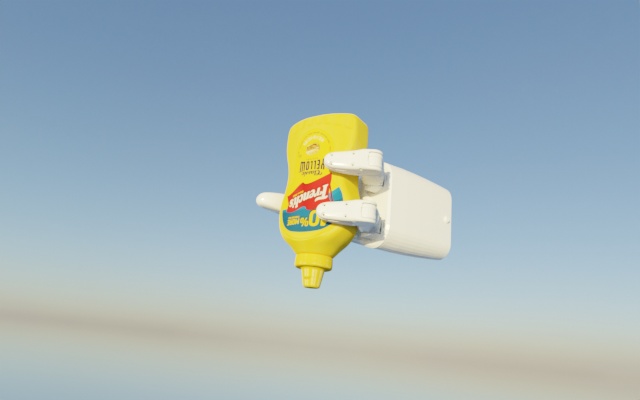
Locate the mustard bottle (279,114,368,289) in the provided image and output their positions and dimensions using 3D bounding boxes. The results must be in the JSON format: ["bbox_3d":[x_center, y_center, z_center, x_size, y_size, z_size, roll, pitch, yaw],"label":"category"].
[{"bbox_3d":[0.000,0.001,0.534,0.096,0.191,0.058,-5,-20,31],"label":"mustard bottle"}]
